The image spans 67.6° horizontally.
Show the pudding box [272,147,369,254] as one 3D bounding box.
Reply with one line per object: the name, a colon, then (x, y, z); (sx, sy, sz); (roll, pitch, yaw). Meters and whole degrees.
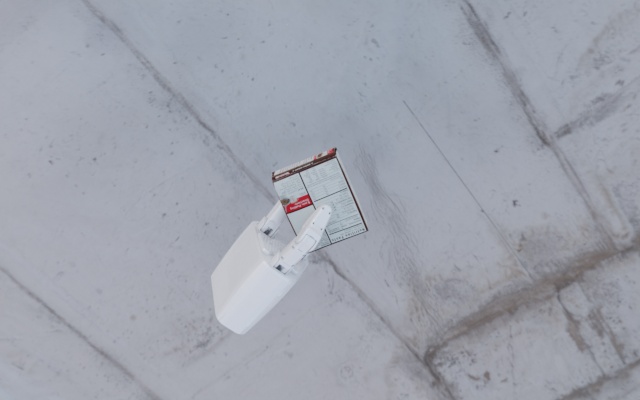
pudding box: (0.000, 0.002, 0.604); (0.090, 0.113, 0.039); (-21, 22, 7)
